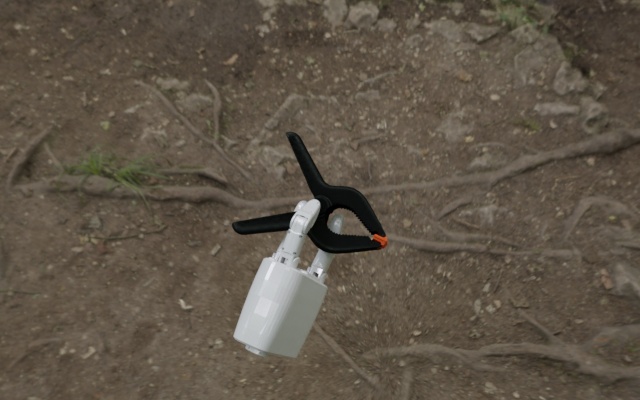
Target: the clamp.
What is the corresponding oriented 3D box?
[{"bbox_3d":[0.000,0.002,0.657,0.210,0.164,0.036,20,-10,14],"label":"clamp"}]
